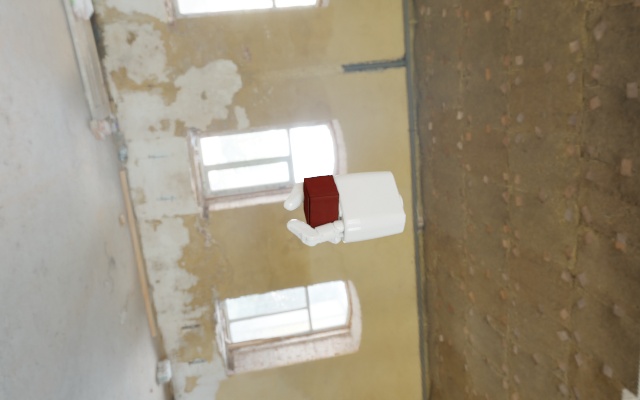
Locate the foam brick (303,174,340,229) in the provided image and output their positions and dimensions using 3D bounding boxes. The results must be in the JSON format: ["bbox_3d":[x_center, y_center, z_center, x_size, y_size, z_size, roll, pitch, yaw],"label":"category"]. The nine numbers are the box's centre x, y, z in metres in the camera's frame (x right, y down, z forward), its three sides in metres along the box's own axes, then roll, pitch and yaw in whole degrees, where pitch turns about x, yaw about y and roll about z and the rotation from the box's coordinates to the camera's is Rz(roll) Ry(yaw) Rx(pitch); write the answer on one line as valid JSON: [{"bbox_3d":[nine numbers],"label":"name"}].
[{"bbox_3d":[0.000,0.002,0.794,0.051,0.078,0.053,-7,45,-8],"label":"foam brick"}]
